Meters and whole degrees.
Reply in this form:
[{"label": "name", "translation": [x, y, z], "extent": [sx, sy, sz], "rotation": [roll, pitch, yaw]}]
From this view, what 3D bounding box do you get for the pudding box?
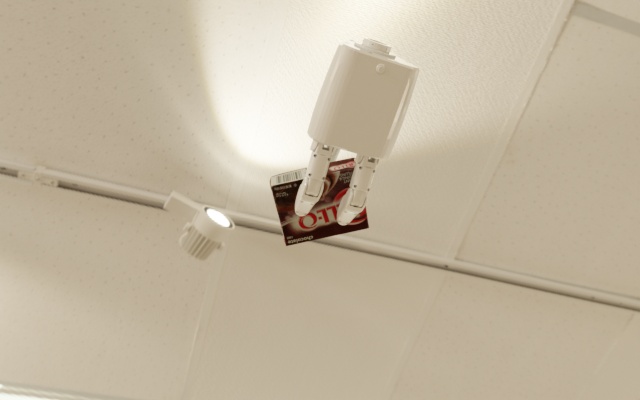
[{"label": "pudding box", "translation": [0.000, 0.002, 0.604], "extent": [0.113, 0.090, 0.039], "rotation": [-11, 28, 1]}]
